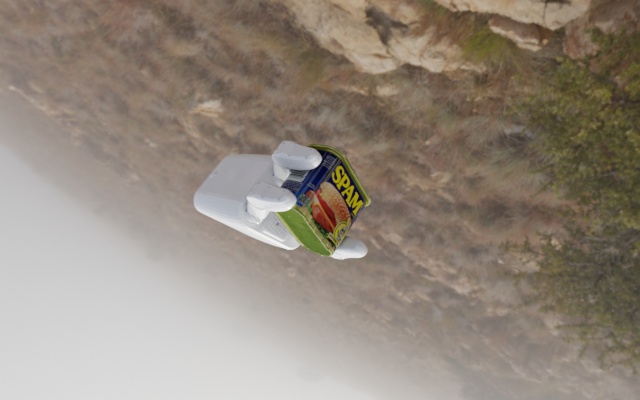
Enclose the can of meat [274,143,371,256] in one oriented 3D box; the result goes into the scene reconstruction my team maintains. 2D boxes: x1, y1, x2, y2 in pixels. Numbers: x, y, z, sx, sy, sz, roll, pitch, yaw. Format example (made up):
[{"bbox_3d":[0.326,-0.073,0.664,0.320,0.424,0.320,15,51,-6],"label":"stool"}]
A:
[{"bbox_3d":[0.000,0.002,0.533,0.057,0.084,0.102,13,-31,41],"label":"can of meat"}]
